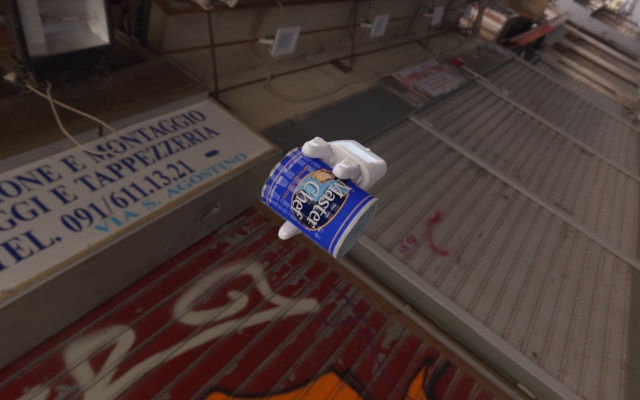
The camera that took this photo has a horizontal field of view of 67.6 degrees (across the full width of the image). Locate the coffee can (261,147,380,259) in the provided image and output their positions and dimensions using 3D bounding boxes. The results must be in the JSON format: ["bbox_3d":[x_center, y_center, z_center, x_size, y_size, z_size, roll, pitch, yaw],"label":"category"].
[{"bbox_3d":[0.000,0.002,0.693,0.140,0.103,0.103,36,11,15],"label":"coffee can"}]
